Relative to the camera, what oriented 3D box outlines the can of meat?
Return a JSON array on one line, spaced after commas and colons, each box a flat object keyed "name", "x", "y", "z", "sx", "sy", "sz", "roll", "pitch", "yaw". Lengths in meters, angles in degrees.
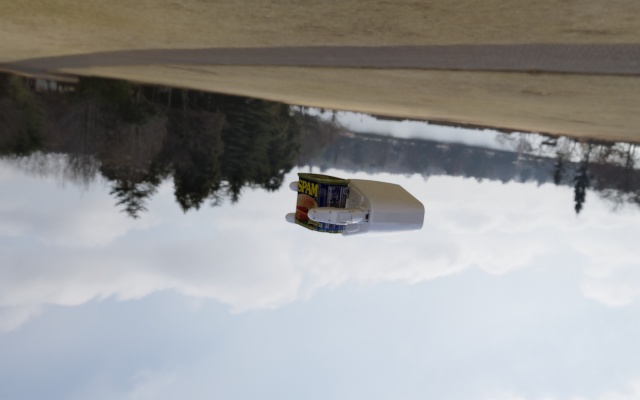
[{"name": "can of meat", "x": 0.000, "y": 0.003, "z": 0.761, "sx": 0.057, "sy": 0.084, "sz": 0.102, "roll": 1, "pitch": 8, "yaw": -29}]
